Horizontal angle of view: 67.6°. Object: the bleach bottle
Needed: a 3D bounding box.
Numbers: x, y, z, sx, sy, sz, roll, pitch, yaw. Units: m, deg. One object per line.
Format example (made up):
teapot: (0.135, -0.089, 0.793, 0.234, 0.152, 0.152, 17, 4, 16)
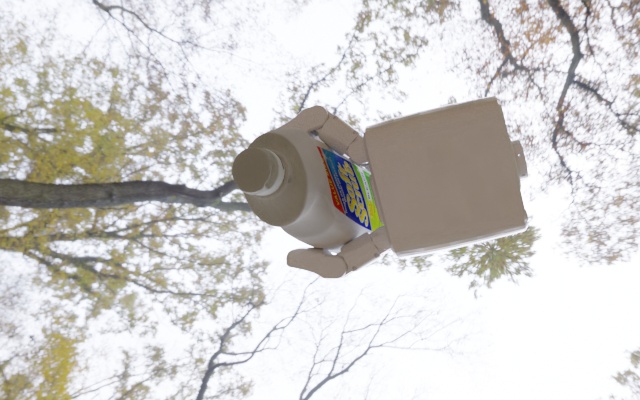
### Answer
bleach bottle: (0.000, 0.001, 0.416, 0.068, 0.102, 0.251, -13, -10, 18)
